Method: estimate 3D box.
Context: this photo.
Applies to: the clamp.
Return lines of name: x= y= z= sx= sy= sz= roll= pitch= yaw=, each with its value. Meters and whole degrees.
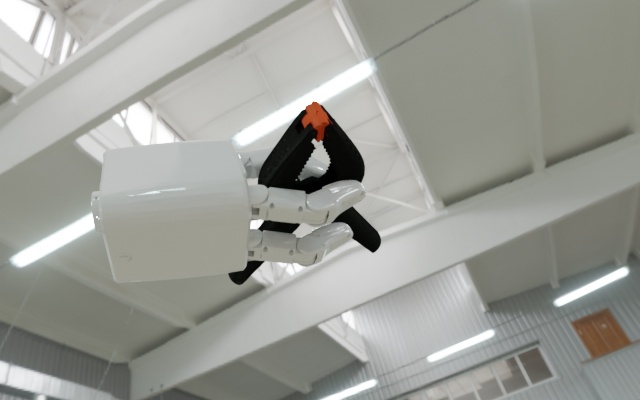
clamp: x=0.000 y=0.001 z=0.439 sx=0.164 sy=0.036 sz=0.210 roll=-8 pitch=-40 yaw=-20
